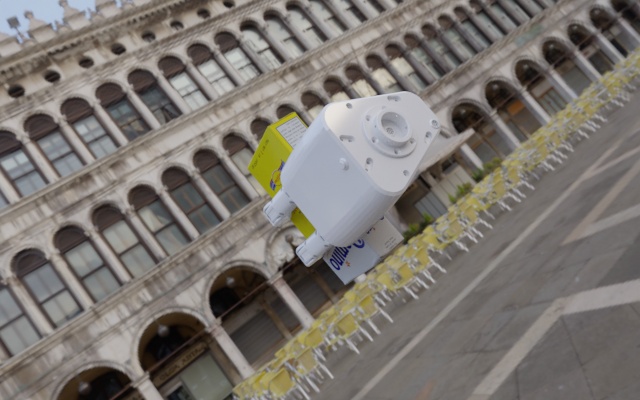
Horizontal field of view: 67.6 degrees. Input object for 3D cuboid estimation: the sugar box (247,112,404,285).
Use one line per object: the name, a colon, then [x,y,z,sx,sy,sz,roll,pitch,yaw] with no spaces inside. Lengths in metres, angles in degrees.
sugar box: [0.000,0.002,0.515,0.048,0.176,0.093,-34,-9,-32]
